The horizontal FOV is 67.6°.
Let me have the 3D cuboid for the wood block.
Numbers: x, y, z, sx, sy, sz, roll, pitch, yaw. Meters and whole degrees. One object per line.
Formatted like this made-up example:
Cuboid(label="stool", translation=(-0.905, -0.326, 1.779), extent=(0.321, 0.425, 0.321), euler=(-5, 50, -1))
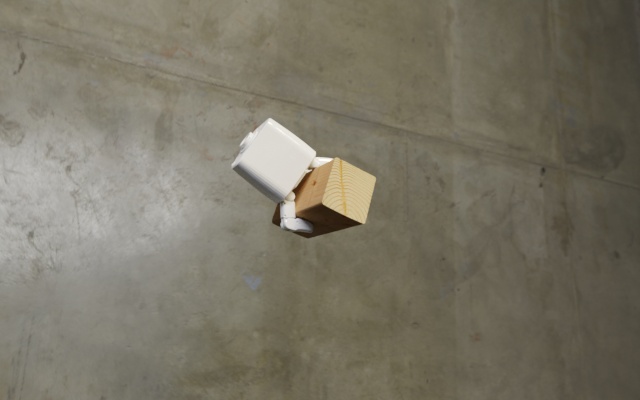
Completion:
Cuboid(label="wood block", translation=(0.000, 0.003, 0.887), extent=(0.090, 0.090, 0.206), euler=(25, -22, -22))
